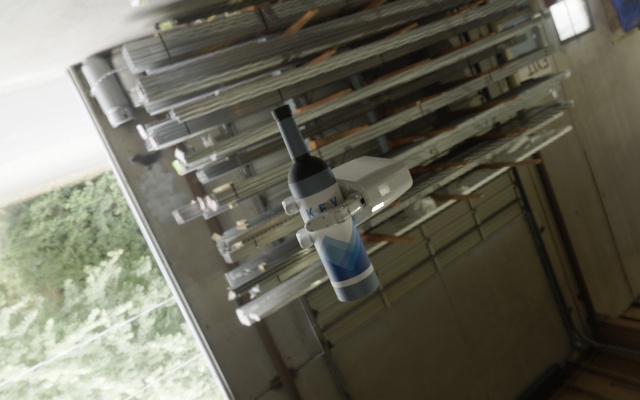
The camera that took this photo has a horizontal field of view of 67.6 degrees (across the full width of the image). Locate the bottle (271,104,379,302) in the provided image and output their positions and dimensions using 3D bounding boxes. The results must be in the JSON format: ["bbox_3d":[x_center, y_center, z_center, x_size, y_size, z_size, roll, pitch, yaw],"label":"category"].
[{"bbox_3d":[0.000,0.003,0.698,0.069,0.296,0.069,-23,9,4],"label":"bottle"}]
